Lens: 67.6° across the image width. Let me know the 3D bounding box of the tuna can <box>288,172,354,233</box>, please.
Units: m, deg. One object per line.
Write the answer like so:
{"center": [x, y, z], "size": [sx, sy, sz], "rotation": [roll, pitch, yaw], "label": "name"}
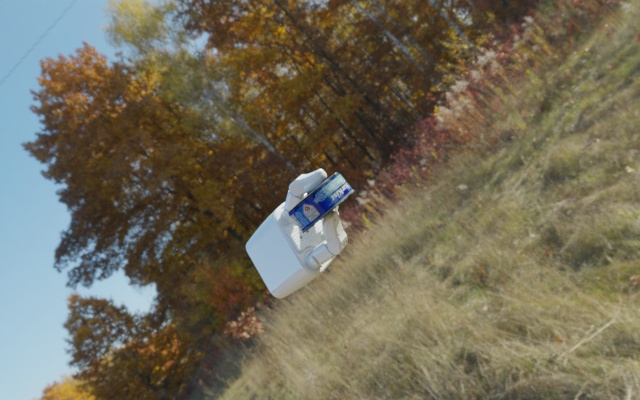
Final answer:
{"center": [0.000, 0.002, 0.614], "size": [0.086, 0.034, 0.086], "rotation": [-40, 0, 0], "label": "tuna can"}
